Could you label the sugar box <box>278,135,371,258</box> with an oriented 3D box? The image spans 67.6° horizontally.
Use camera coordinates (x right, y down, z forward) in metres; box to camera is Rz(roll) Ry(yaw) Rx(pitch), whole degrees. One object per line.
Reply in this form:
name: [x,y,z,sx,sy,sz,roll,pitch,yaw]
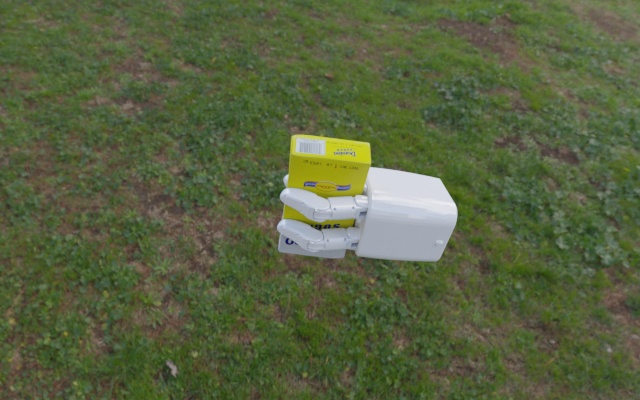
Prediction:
sugar box: [0.000,0.002,0.602,0.093,0.176,0.048,7,43,-4]
